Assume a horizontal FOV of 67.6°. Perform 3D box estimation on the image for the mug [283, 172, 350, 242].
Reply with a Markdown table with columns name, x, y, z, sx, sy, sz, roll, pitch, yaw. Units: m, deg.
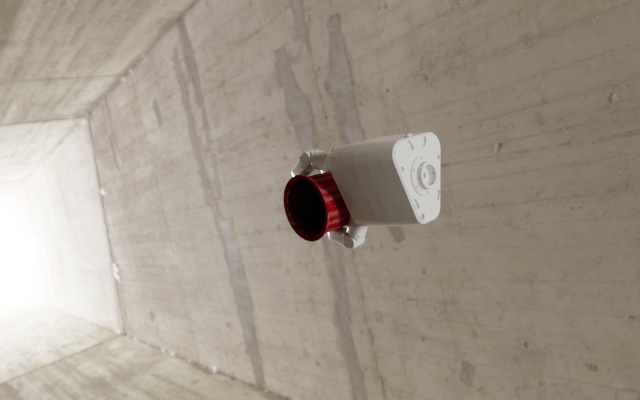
| name | x | y | z | sx | sy | sz | roll | pitch | yaw |
| --- | --- | --- | --- | --- | --- | --- | --- | --- | --- |
| mug | -0.001 | 0.002 | 0.680 | 0.081 | 0.093 | 0.117 | -17 | 11 | -40 |
